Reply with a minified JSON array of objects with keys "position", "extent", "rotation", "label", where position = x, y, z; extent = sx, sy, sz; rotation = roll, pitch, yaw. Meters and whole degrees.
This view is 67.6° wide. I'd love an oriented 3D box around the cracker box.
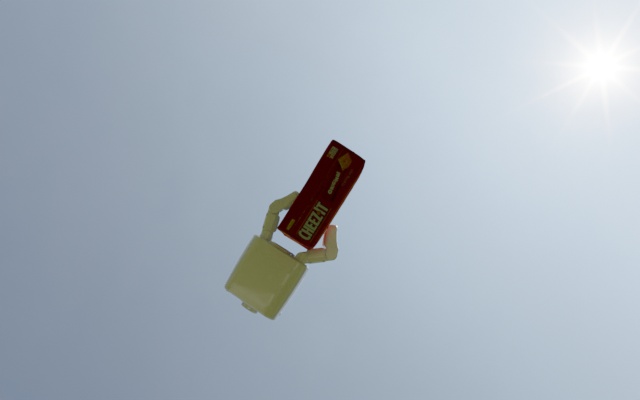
[{"position":[0.000,0.003,0.826],"extent":[0.072,0.164,0.214],"rotation":[31,-7,1],"label":"cracker box"}]
